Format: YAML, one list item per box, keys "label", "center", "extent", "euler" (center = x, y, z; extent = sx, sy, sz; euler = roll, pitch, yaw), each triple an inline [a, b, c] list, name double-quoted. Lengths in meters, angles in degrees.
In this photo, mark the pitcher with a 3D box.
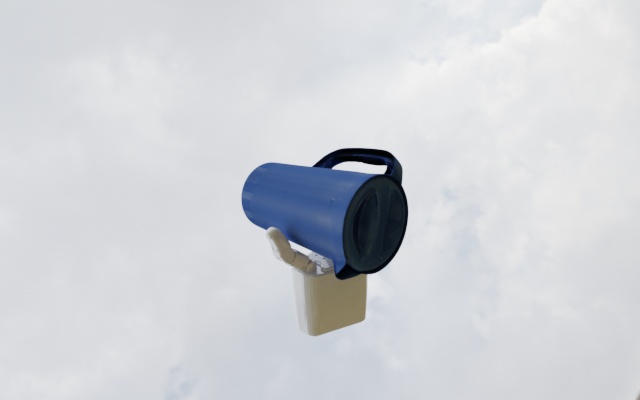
- label: "pitcher"
  center: [0.000, 0.002, 0.695]
  extent: [0.149, 0.145, 0.243]
  euler: [-22, 25, -40]
